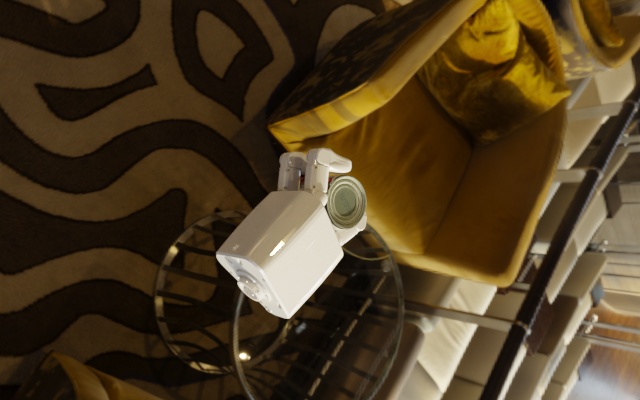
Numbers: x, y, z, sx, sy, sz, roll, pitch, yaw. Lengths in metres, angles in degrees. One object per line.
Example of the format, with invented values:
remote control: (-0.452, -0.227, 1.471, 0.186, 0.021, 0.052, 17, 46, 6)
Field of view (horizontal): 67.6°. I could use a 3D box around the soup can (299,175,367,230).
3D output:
soup can: (0.001, 0.002, 0.609, 0.068, 0.068, 0.102, 0, 0, -39)
